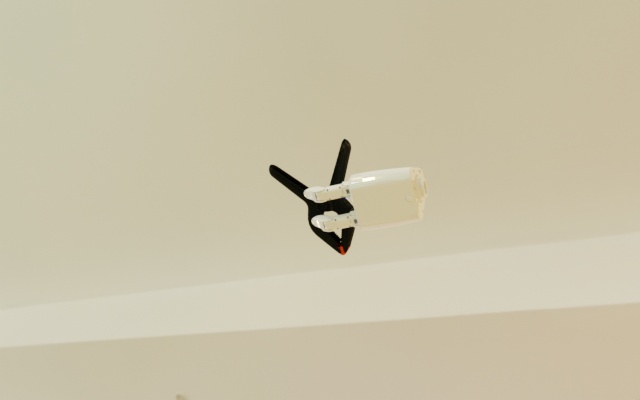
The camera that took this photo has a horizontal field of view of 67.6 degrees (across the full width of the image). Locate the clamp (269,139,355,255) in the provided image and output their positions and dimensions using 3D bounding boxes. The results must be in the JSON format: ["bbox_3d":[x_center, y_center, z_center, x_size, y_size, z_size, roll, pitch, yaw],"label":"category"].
[{"bbox_3d":[0.001,0.003,0.880,0.164,0.210,0.036,-9,15,23],"label":"clamp"}]
